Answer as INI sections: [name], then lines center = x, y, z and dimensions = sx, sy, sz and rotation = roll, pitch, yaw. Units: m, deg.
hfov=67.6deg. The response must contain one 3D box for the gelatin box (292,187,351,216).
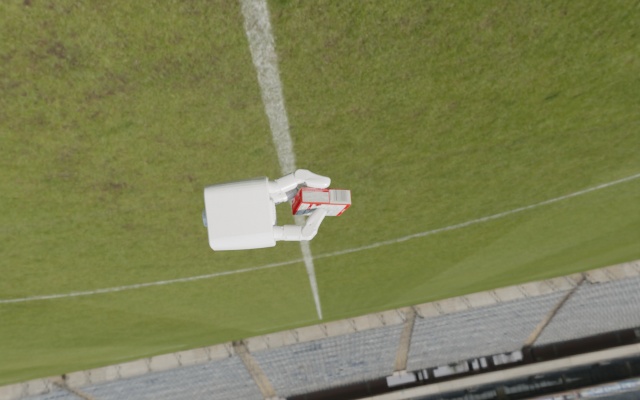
[gelatin box]
center = 0.000, 0.003, 0.820
dimensions = 0.089, 0.030, 0.073
rotation = 2, -18, -13
